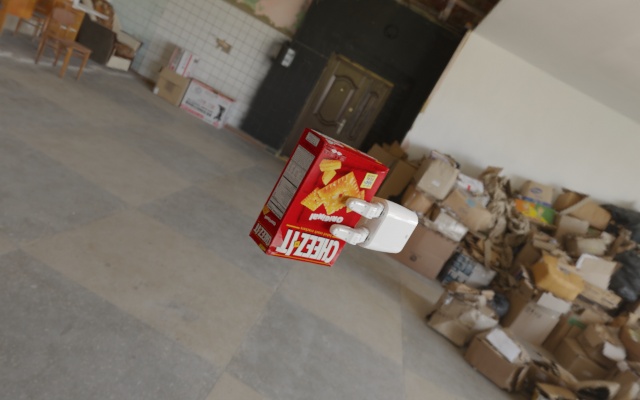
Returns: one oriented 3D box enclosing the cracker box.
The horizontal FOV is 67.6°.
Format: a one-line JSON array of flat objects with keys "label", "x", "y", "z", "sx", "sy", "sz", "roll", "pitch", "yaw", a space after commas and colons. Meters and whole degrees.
[{"label": "cracker box", "x": 0.000, "y": 0.002, "z": 0.828, "sx": 0.164, "sy": 0.214, "sz": 0.072, "roll": 18, "pitch": 16, "yaw": -42}]
